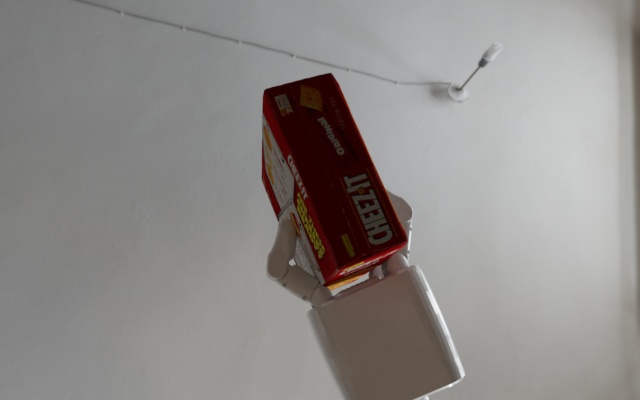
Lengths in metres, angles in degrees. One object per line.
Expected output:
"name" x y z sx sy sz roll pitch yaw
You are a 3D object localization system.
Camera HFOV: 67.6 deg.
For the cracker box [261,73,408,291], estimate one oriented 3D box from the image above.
"cracker box" 0.000 0.002 0.481 0.072 0.164 0.214 -20 -14 -13
